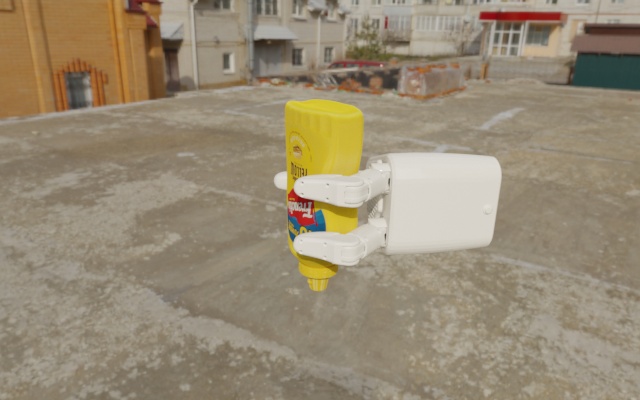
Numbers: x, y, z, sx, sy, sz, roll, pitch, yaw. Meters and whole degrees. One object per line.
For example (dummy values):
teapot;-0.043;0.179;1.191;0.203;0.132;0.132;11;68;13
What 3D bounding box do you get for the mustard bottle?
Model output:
mustard bottle;0.000;0.001;0.472;0.058;0.192;0.096;-11;23;-30
